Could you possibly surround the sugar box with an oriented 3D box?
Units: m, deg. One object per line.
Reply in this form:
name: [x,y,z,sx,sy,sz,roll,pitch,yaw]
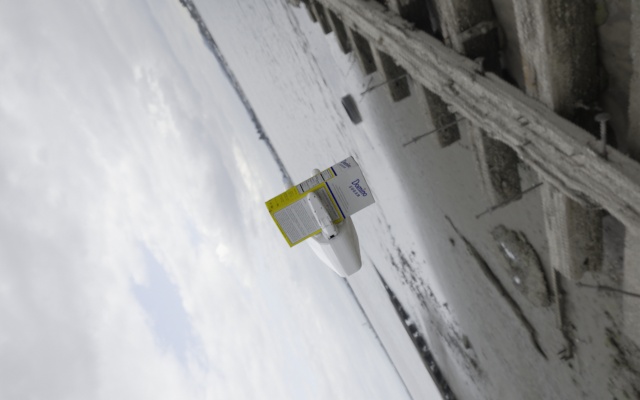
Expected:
sugar box: [0.000,0.003,0.850,0.176,0.093,0.048,-29,36,-2]
